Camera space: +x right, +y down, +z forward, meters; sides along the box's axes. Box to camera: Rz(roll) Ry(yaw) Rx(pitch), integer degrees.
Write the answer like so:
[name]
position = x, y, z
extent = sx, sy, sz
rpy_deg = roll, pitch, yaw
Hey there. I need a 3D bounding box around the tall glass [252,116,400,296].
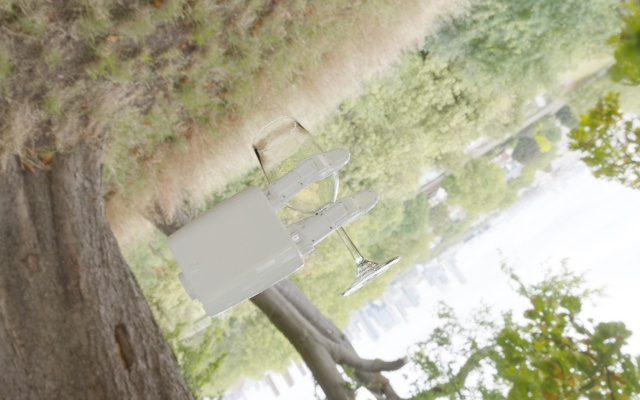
[tall glass]
position = 0.001, 0.002, 0.532
extent = 0.079, 0.201, 0.079
rpy_deg = -31, -15, -9
